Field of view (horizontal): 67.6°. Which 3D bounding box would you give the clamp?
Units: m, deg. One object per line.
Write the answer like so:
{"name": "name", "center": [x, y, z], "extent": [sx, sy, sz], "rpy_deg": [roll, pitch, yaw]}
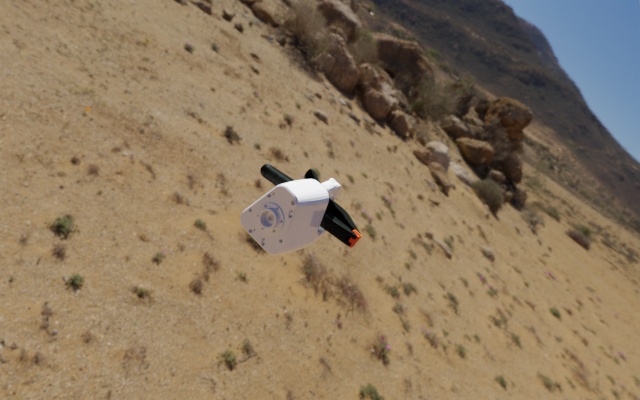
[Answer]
{"name": "clamp", "center": [0.001, 0.003, 0.892], "extent": [0.210, 0.036, 0.164], "rpy_deg": [43, 21, 16]}
